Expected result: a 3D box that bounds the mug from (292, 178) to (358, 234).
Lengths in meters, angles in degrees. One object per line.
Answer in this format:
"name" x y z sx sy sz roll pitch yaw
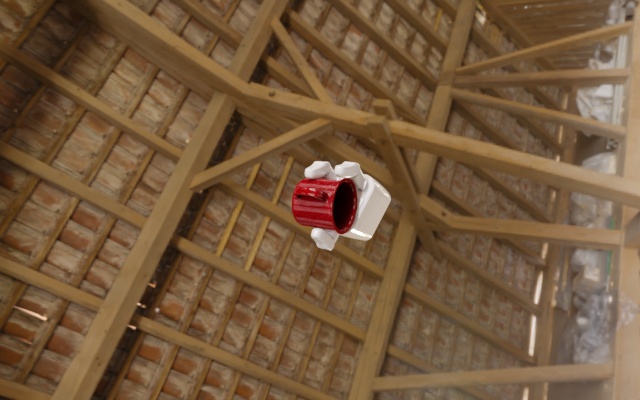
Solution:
"mug" -0.001 0.002 0.785 0.081 0.093 0.117 6 -11 29
